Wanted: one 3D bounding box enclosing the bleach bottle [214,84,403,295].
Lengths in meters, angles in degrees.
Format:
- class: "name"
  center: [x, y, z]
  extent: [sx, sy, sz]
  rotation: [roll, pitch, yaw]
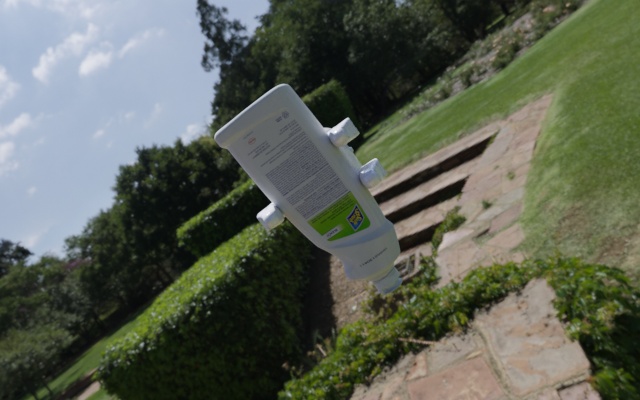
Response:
- class: "bleach bottle"
  center: [0.000, 0.002, 0.526]
  extent: [0.102, 0.251, 0.068]
  rotation: [-35, 6, 12]
